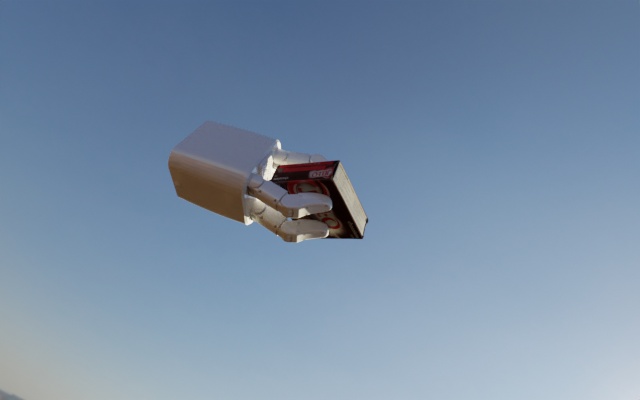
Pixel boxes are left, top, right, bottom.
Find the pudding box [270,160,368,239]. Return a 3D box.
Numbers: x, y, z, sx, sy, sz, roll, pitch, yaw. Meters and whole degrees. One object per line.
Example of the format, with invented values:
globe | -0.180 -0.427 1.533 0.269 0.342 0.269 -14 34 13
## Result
pudding box | 0.000 0.002 0.605 0.090 0.039 0.114 -1 -41 30
